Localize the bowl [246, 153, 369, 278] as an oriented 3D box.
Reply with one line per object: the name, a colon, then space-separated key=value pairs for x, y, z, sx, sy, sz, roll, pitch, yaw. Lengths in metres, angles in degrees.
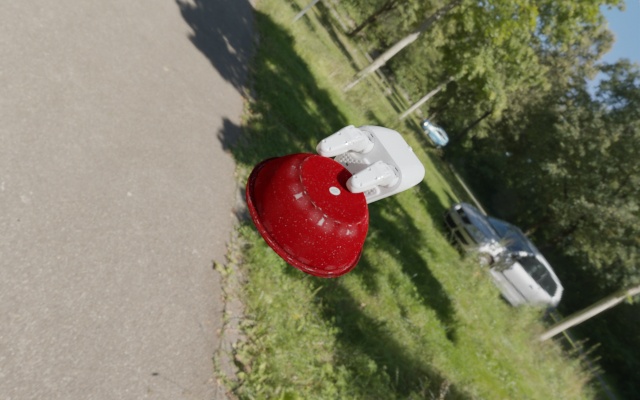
bowl: x=0.000 y=0.002 z=0.532 sx=0.162 sy=0.162 sz=0.055 roll=0 pitch=-32 yaw=-43
